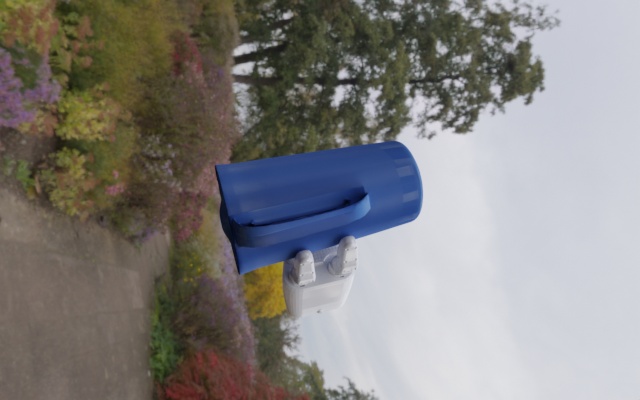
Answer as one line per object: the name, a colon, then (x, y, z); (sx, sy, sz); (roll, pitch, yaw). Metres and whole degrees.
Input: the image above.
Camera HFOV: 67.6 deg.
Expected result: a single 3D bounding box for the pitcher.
pitcher: (0.000, 0.002, 0.582); (0.243, 0.149, 0.145); (-13, -33, -12)
